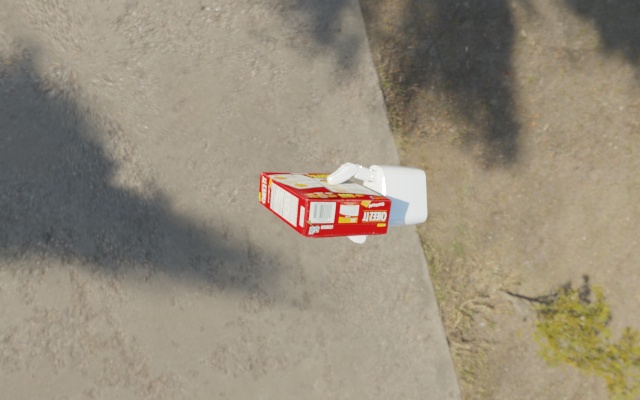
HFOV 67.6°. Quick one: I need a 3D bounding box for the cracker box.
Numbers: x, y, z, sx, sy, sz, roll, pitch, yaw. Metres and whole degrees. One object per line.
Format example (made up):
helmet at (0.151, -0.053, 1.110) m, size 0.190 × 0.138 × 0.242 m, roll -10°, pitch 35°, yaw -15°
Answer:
cracker box at (0.000, 0.003, 0.868) m, size 0.164 × 0.072 × 0.213 m, roll 0°, pitch 14°, yaw -27°
